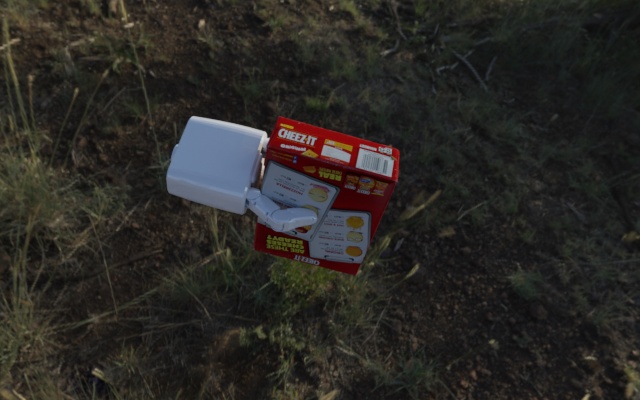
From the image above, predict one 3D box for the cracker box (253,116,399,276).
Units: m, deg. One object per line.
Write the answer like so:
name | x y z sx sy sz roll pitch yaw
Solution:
cracker box | 0.000 0.002 0.663 0.164 0.072 0.214 15 -42 -1
